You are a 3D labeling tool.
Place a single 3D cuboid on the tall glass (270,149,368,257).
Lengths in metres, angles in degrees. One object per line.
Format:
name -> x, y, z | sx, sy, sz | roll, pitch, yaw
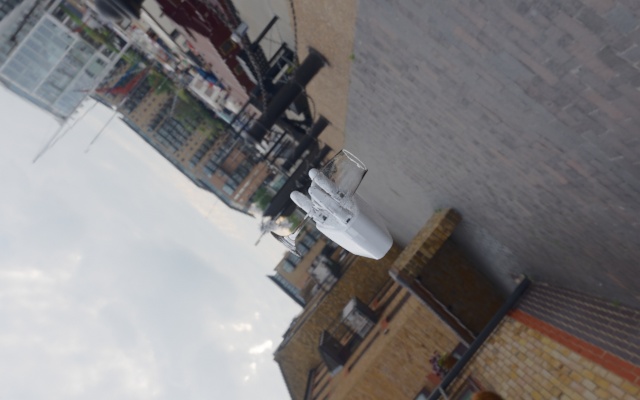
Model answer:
tall glass -> 0.000, 0.003, 0.866 | 0.079, 0.201, 0.079 | 39, 0, 0
